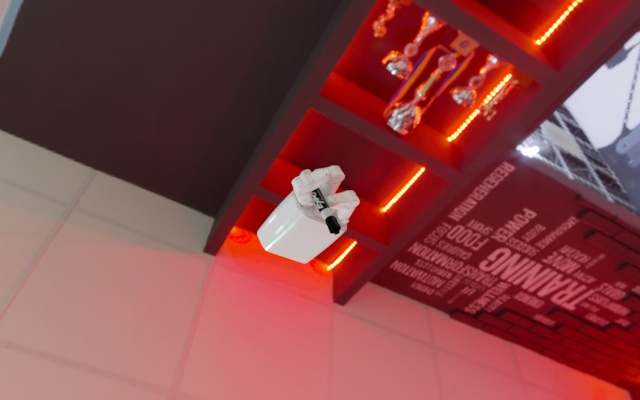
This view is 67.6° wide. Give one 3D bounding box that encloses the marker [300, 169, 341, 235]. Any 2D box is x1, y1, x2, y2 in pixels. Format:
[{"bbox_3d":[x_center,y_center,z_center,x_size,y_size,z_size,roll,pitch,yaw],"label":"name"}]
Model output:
[{"bbox_3d":[0.000,0.002,0.738,0.020,0.121,0.020,-21,-30,-13],"label":"marker"}]
